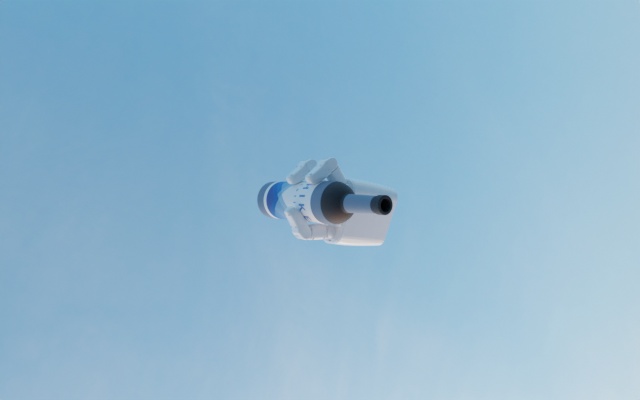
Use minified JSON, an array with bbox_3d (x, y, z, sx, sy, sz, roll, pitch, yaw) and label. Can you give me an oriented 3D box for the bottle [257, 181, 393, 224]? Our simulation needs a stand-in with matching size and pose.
[{"bbox_3d":[0.000,0.002,0.757,0.069,0.069,0.295,0,1,-36],"label":"bottle"}]
